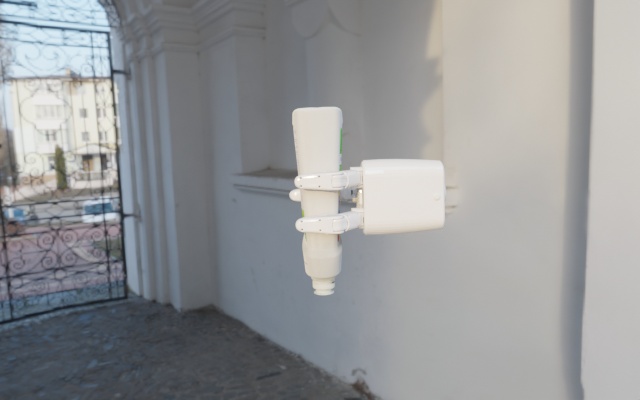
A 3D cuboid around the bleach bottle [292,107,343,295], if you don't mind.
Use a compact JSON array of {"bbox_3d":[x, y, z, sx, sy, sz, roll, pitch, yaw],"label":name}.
[{"bbox_3d":[0.000,0.002,0.658,0.068,0.251,0.102,-2,7,0],"label":"bleach bottle"}]
